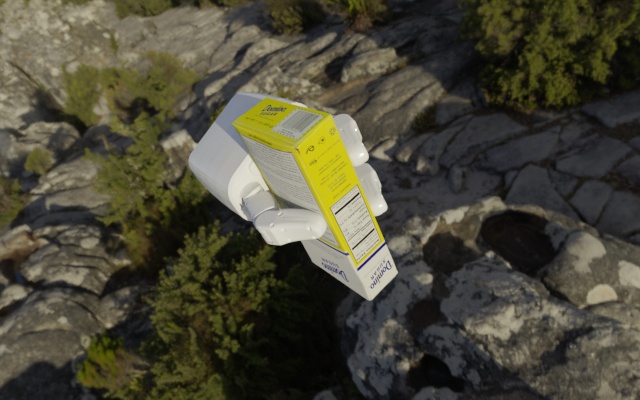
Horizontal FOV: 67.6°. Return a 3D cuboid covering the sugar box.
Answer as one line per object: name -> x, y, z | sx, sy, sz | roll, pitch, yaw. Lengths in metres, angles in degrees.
sugar box -> 0.000, 0.001, 0.413 | 0.048, 0.176, 0.093 | -43, 39, -17
